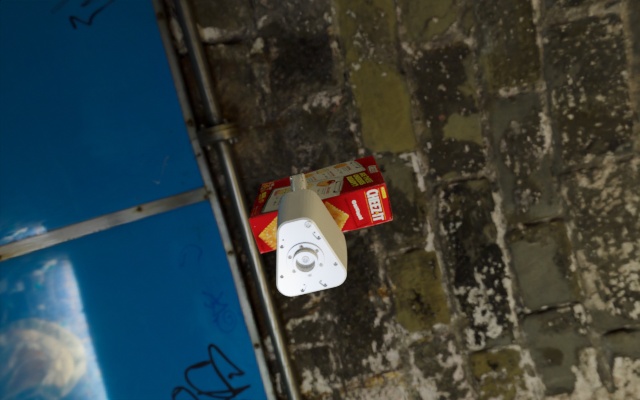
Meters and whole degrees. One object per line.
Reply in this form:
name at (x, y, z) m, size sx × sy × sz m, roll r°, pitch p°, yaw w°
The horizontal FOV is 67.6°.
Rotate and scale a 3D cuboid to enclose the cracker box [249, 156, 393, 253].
cracker box at (0.000, 0.002, 0.795) m, size 0.214 × 0.072 × 0.164 m, roll -14°, pitch 20°, yaw 4°
